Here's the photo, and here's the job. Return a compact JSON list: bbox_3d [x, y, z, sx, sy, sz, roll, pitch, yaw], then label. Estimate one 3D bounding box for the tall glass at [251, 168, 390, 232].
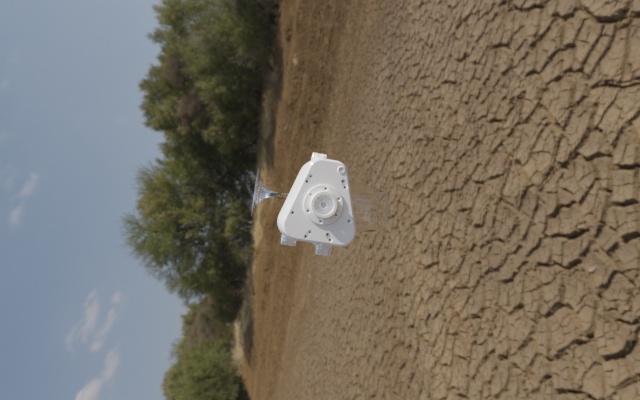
[{"bbox_3d":[-0.001,0.002,0.724,0.201,0.079,0.079,9,-1,-6],"label":"tall glass"}]
